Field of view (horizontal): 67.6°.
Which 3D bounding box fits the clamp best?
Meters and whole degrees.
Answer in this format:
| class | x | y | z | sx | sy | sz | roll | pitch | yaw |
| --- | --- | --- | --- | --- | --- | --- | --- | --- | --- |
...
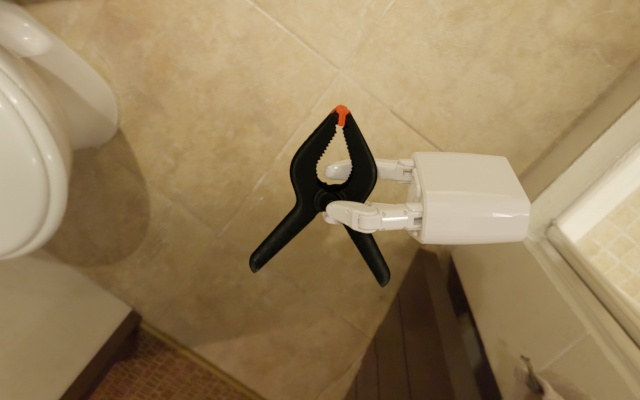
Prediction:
| class | x | y | z | sx | sy | sz | roll | pitch | yaw |
| --- | --- | --- | --- | --- | --- | --- | --- | --- | --- |
| clamp | 0.000 | 0.001 | 0.526 | 0.164 | 0.210 | 0.036 | 0 | 20 | -1 |
